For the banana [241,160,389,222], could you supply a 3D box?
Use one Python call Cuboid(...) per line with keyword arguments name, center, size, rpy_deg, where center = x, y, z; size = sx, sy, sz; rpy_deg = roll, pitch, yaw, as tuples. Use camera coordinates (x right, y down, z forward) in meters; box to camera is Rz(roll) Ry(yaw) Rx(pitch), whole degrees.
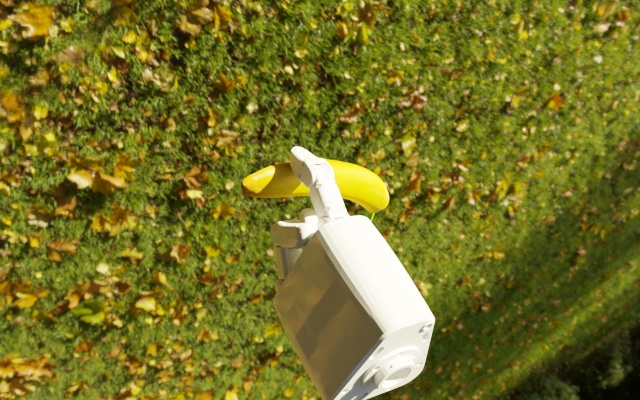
Cuboid(name="banana", center=(0.013, -0.012, 0.500), size=(0.198, 0.070, 0.037), rpy_deg=(16, 30, -43))
